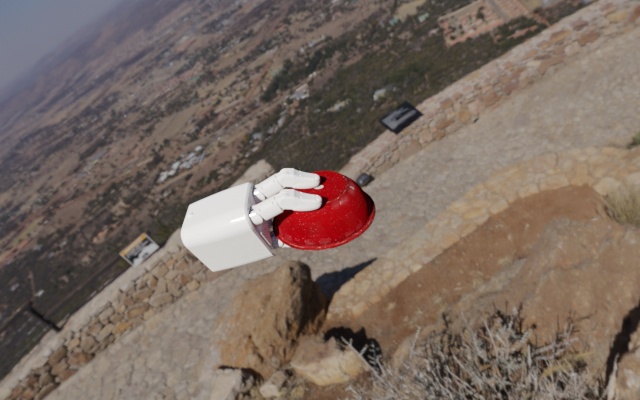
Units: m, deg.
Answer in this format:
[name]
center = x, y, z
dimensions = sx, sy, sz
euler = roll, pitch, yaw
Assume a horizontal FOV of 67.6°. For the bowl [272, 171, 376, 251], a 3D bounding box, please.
[bowl]
center = 0.001, 0.002, 0.720
dimensions = 0.162, 0.055, 0.162
euler = -8, 35, 6
